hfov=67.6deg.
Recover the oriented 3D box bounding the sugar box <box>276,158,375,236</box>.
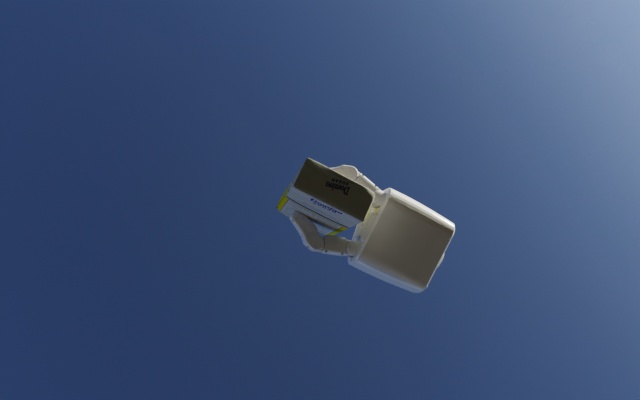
[{"bbox_3d":[0.000,0.002,0.624,0.093,0.048,0.176,27,-16,-7],"label":"sugar box"}]
